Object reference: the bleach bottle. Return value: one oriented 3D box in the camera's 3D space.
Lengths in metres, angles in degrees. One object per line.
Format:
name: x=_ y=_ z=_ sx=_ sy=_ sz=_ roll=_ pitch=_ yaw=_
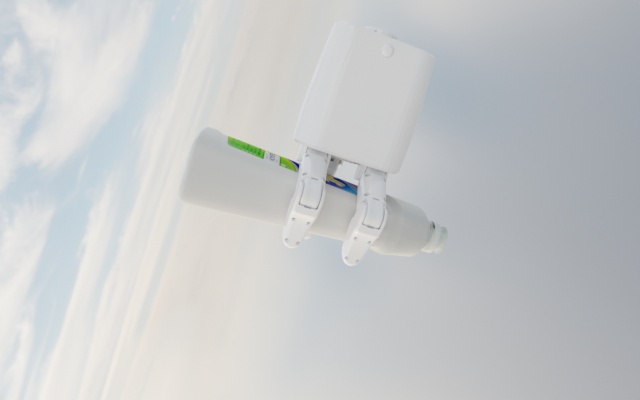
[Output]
bleach bottle: x=0.000 y=0.002 z=0.456 sx=0.251 sy=0.068 sz=0.102 roll=17 pitch=10 yaw=-11
